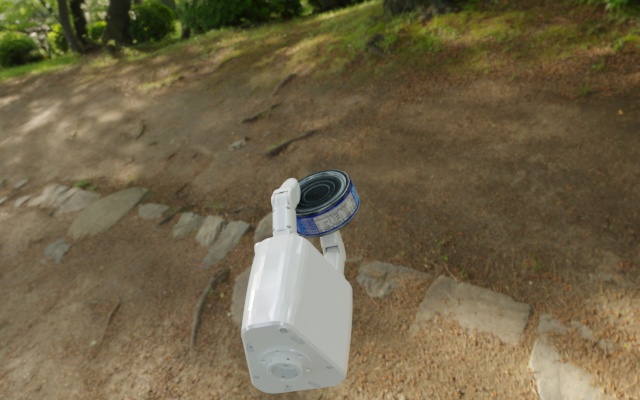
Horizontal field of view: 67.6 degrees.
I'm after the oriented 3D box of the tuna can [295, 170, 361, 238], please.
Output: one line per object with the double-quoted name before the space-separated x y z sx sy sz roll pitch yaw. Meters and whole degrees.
"tuna can" 0.000 0.001 0.547 0.086 0.034 0.086 -18 32 12
